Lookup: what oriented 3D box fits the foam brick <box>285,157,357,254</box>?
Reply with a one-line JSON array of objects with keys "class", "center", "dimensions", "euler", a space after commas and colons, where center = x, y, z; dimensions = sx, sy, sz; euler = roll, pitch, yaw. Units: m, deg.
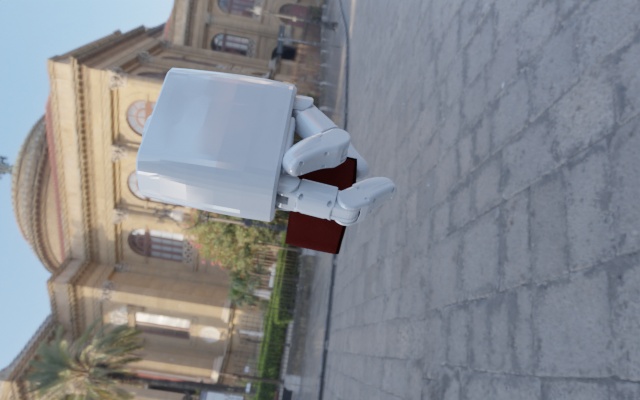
[{"class": "foam brick", "center": [0.000, 0.002, 0.431], "dimensions": [0.051, 0.078, 0.053], "euler": [10, 44, -2]}]
